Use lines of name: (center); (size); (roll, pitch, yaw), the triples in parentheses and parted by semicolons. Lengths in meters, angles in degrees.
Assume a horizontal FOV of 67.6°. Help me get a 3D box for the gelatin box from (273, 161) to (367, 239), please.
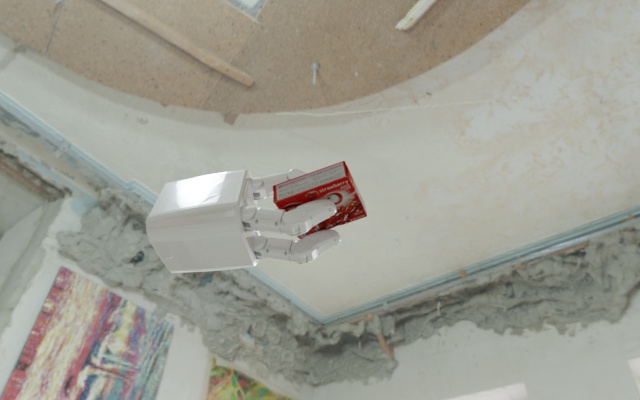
gelatin box: (0.000, 0.001, 0.544); (0.089, 0.030, 0.073); (-19, -44, 10)
